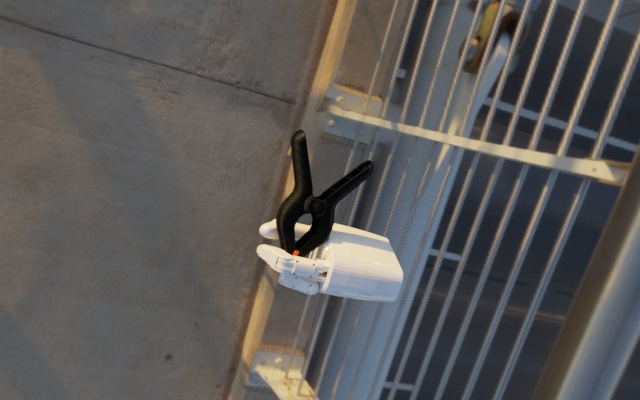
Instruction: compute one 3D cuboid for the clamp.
[{"bbox_3d":[0.000,0.002,0.631,0.120,0.171,0.039,13,10,-16],"label":"clamp"}]
